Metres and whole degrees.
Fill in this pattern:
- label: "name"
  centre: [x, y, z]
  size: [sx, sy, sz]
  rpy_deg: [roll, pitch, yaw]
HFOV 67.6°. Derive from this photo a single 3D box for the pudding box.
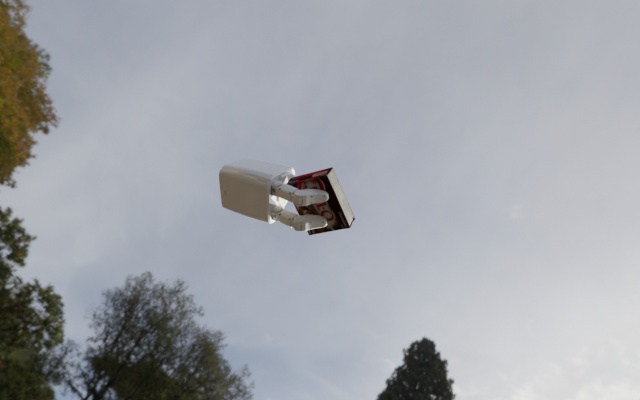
- label: "pudding box"
  centre: [0.000, 0.003, 0.866]
  size: [0.090, 0.113, 0.039]
  rpy_deg: [-12, 26, 32]
